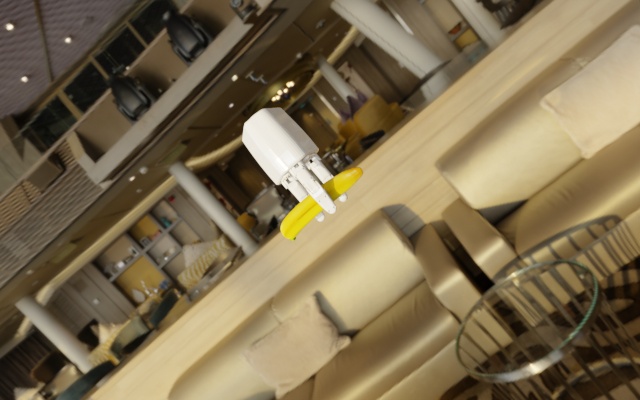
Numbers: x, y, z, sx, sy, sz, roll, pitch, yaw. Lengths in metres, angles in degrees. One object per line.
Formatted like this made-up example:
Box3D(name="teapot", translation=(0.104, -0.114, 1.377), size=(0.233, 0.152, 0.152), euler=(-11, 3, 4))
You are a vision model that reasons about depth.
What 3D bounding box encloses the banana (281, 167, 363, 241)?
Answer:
Box3D(name="banana", translation=(-0.010, 0.008, 0.821), size=(0.198, 0.037, 0.069), euler=(-43, -8, 26))
